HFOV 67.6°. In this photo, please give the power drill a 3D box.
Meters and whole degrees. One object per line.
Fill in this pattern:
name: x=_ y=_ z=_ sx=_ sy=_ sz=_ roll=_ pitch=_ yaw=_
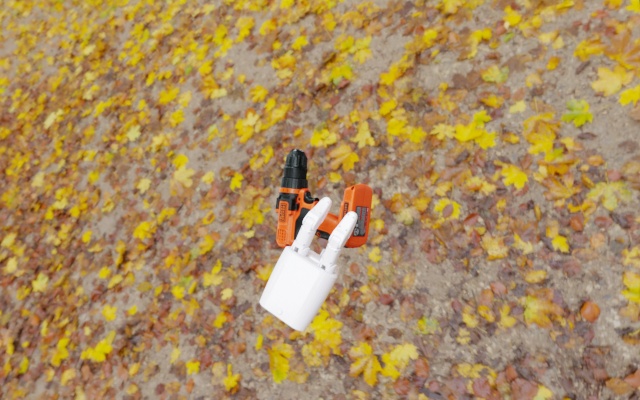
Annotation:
power drill: x=0.000 y=0.003 z=0.834 sx=0.187 sy=0.184 sz=0.057 roll=7 pitch=3 yaw=43
